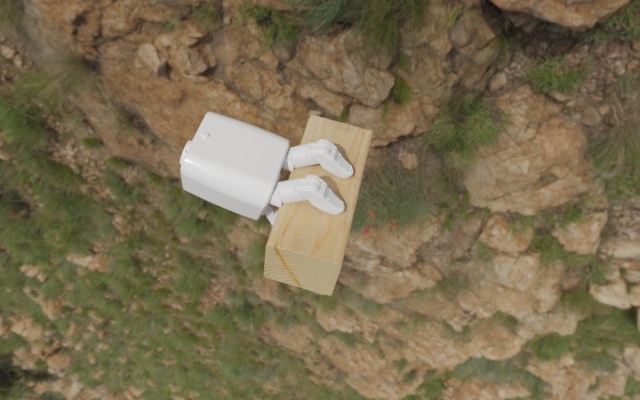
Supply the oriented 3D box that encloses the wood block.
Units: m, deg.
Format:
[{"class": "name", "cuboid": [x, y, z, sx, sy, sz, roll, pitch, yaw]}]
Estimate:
[{"class": "wood block", "cuboid": [0.000, 0.002, 0.616, 0.090, 0.206, 0.091, 15, -33, 1]}]
